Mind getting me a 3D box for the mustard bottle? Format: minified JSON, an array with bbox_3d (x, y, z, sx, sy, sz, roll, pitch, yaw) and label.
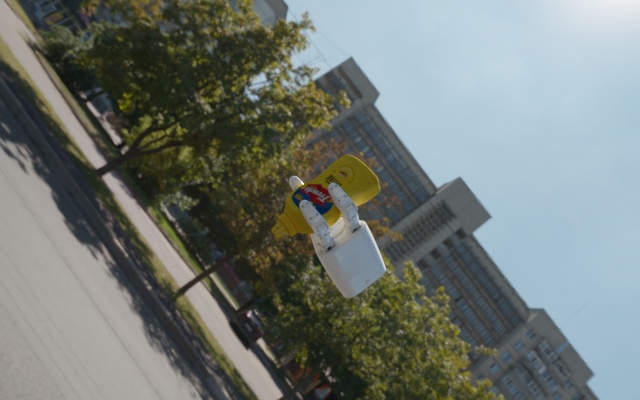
[{"bbox_3d":[0.000,0.002,0.809,0.191,0.058,0.096,-35,51,-13],"label":"mustard bottle"}]
